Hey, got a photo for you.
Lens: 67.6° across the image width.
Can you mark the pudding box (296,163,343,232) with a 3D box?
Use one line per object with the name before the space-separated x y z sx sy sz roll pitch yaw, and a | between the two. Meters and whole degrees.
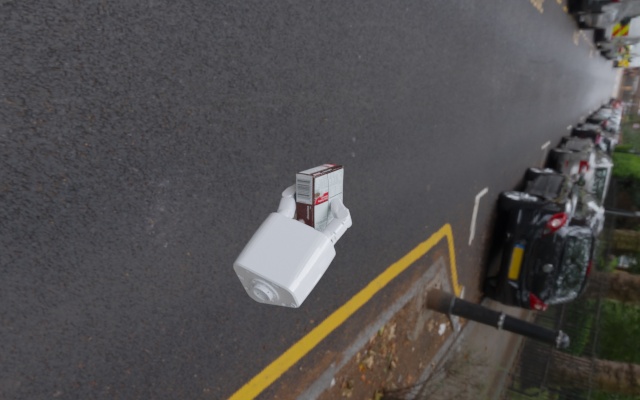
pudding box | 0.000 0.003 0.785 0.039 0.113 0.090 13 21 31
